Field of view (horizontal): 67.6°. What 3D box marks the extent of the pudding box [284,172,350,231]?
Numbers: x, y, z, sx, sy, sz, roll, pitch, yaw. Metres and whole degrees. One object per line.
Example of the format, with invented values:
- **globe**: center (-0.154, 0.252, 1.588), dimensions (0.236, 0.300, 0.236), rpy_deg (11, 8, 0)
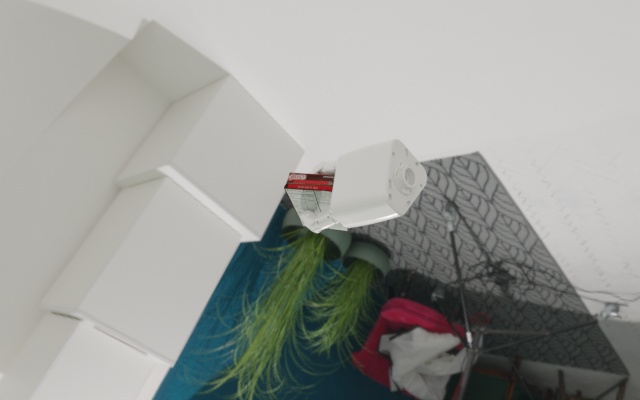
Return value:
- **pudding box**: center (0.000, 0.003, 0.789), dimensions (0.090, 0.039, 0.114), rpy_deg (6, -37, 22)
